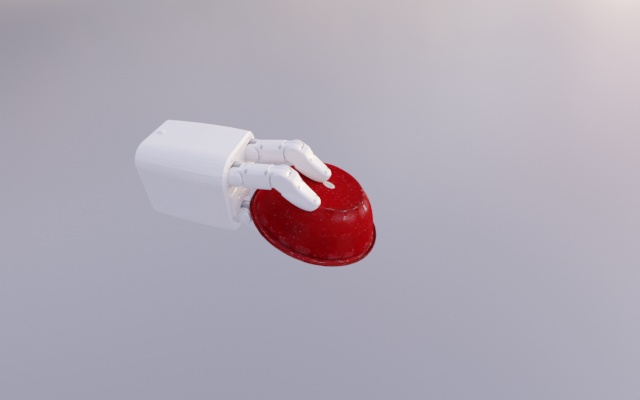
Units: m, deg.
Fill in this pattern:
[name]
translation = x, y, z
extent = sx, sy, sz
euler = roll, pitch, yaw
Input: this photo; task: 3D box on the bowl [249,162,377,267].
[bowl]
translation = 0.002, 0.002, 0.571
extent = 0.162, 0.055, 0.162
euler = 14, 37, -11
